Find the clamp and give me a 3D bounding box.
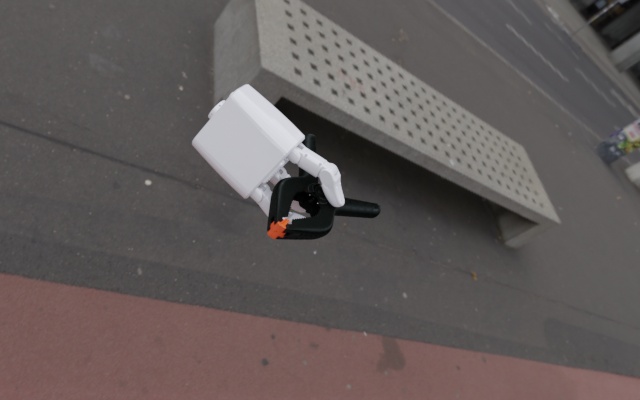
[{"bbox_3d":[0.000,0.002,0.661,0.036,0.164,0.210,-46,4,37],"label":"clamp"}]
